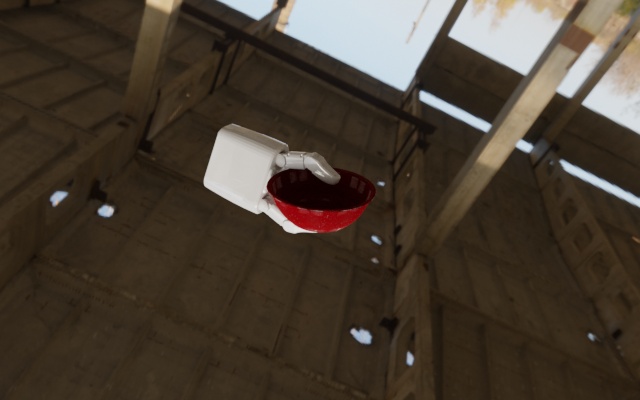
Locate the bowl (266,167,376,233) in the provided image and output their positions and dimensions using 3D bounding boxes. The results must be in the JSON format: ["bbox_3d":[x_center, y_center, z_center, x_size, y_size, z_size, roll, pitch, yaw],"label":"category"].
[{"bbox_3d":[0.001,0.003,0.713,0.162,0.055,0.162,3,25,-1],"label":"bowl"}]
